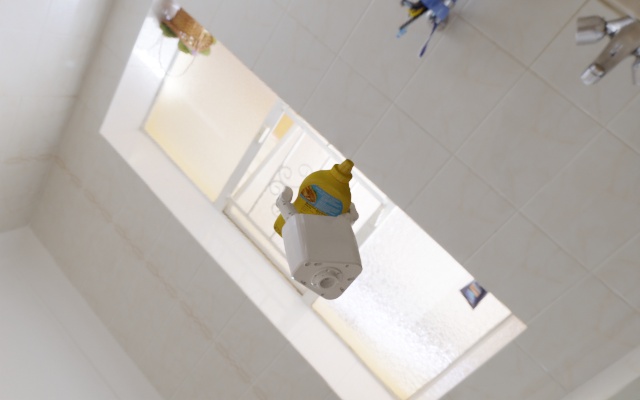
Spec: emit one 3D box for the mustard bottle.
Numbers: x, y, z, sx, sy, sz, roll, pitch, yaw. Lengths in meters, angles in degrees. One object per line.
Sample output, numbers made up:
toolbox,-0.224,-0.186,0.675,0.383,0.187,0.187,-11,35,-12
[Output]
mustard bottle,0.000,0.003,0.856,0.096,0.192,0.058,33,28,-6
